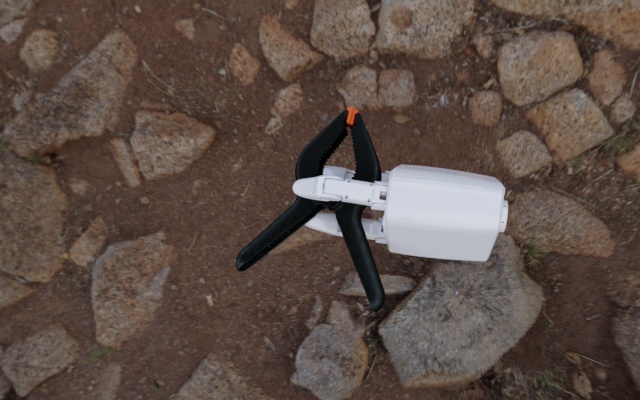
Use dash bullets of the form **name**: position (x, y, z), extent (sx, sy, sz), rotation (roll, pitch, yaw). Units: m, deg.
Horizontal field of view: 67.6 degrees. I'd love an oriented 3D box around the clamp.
- **clamp**: position (0.000, 0.001, 0.514), extent (0.164, 0.210, 0.036), rotation (7, -8, 11)
